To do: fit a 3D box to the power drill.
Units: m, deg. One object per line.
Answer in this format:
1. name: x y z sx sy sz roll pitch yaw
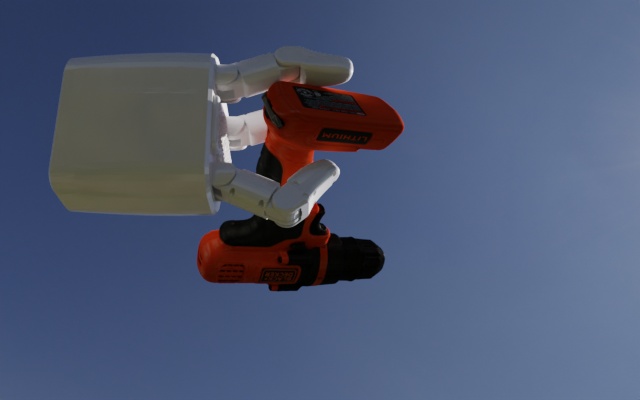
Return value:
1. power drill: 0.000 0.001 0.409 0.184 0.188 0.057 3 35 -27
